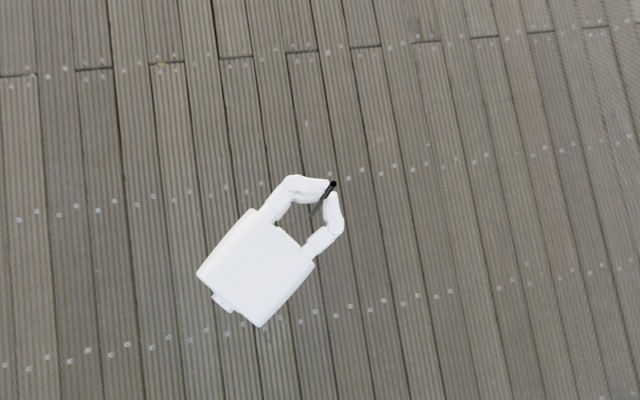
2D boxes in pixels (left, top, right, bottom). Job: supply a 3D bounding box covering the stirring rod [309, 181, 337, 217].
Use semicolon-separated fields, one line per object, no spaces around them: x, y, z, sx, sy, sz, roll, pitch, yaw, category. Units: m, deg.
0.000;0.002;0.676;0.011;0.011;0.239;0;-10;-7;stirring rod
